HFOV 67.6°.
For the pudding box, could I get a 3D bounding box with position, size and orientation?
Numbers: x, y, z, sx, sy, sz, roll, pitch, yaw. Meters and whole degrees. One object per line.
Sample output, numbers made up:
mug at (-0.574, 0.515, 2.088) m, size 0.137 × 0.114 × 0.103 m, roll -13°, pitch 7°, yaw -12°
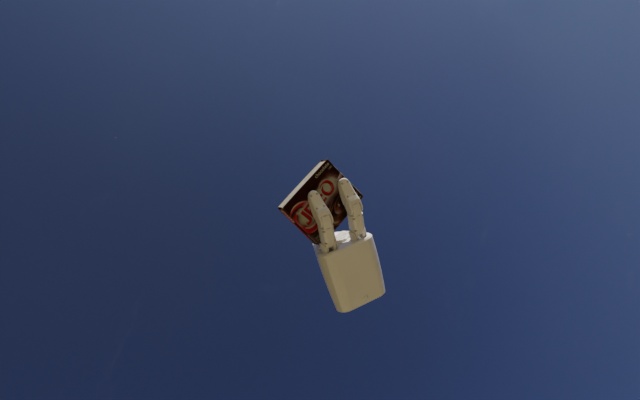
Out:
pudding box at (0.000, 0.003, 0.780) m, size 0.090 × 0.113 × 0.039 m, roll 45°, pitch -13°, yaw -17°
